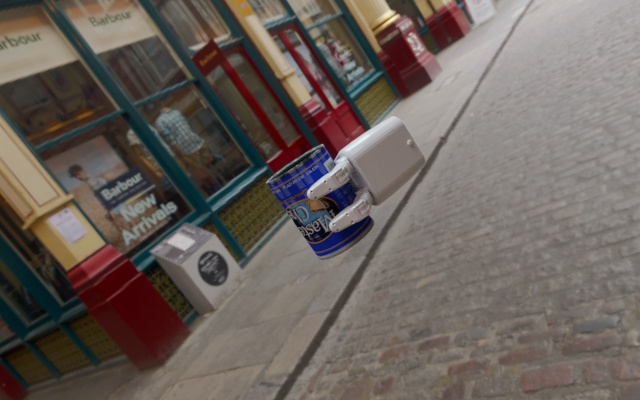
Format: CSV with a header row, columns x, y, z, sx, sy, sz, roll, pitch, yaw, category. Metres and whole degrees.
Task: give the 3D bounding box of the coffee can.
x,y,z,sx,sy,sz,roll,pitch,yaw,category
0.000,0.003,0.713,0.103,0.140,0.102,-33,11,7,coffee can
